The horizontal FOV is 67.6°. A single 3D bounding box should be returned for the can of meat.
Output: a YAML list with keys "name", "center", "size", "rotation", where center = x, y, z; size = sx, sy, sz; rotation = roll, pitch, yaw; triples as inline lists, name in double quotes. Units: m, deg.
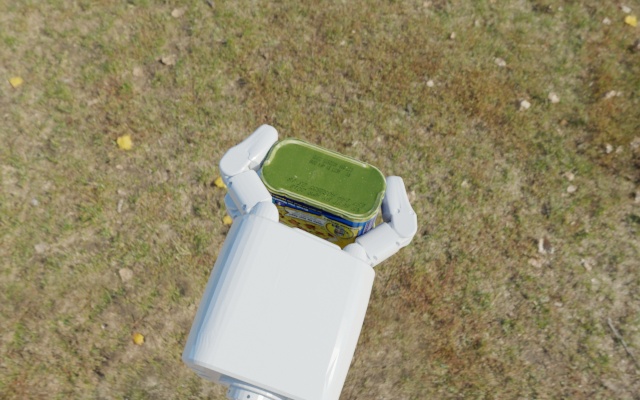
- name: "can of meat"
  center: [0.000, 0.001, 0.401]
  size: [0.102, 0.057, 0.084]
  rotation: [19, -27, 6]
